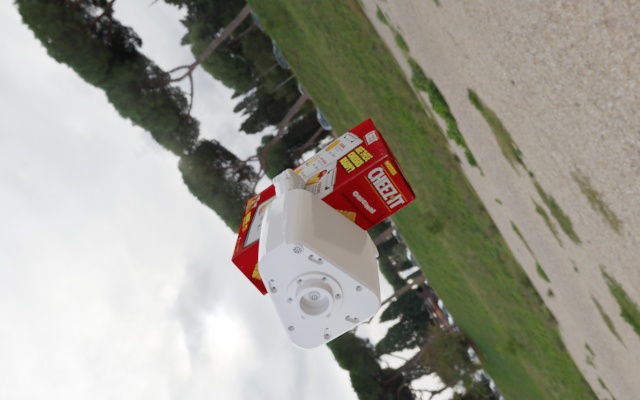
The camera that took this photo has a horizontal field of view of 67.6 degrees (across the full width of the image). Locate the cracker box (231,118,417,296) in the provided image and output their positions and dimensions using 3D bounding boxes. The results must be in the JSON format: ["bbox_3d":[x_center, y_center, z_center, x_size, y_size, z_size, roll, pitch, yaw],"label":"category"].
[{"bbox_3d":[0.000,0.002,0.598,0.214,0.072,0.164,-33,21,12],"label":"cracker box"}]
